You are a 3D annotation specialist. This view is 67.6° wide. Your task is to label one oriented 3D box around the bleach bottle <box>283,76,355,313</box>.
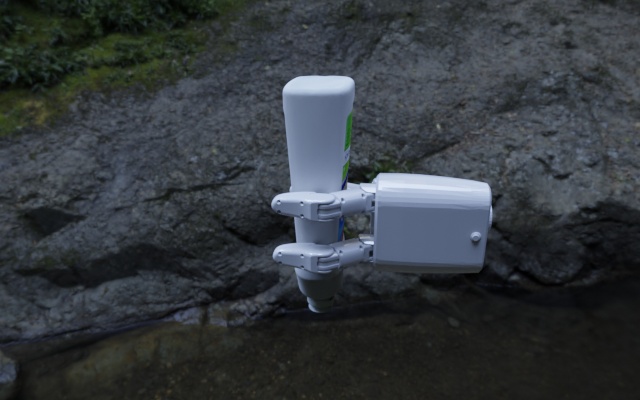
[{"bbox_3d":[0.000,0.002,0.509,0.068,0.251,0.102,2,22,7],"label":"bleach bottle"}]
